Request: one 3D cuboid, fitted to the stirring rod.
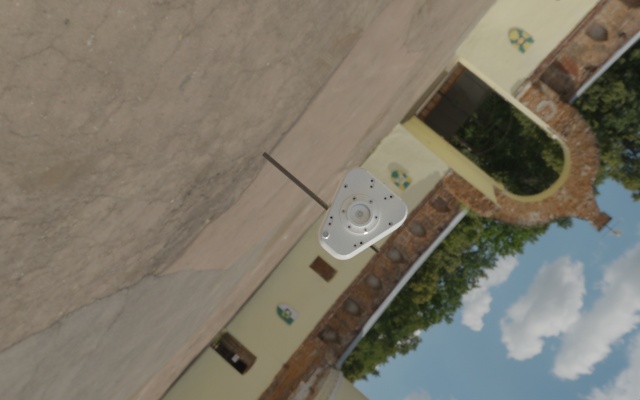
[{"bbox_3d":[0.000,0.002,0.758,0.239,0.011,0.011,40,4,5],"label":"stirring rod"}]
